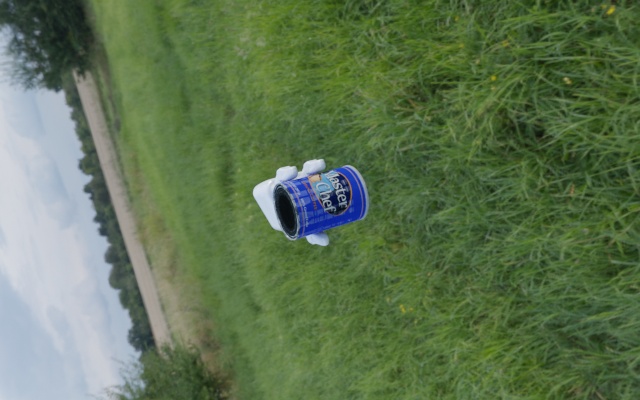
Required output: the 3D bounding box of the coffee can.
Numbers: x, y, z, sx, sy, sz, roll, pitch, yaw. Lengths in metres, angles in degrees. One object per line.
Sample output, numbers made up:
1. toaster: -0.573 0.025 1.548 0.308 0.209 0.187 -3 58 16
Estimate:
1. coffee can: 0.000 0.003 0.845 0.140 0.103 0.103 -16 7 -25
